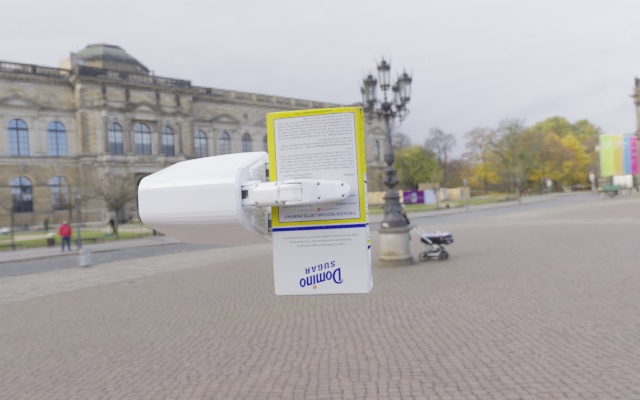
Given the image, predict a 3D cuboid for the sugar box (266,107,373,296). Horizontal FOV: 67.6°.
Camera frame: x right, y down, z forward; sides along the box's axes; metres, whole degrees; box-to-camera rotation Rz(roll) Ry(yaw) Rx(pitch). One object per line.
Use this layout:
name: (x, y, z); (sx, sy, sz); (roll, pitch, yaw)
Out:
sugar box: (0.000, 0.001, 0.466); (0.093, 0.176, 0.048); (-3, 0, 10)
